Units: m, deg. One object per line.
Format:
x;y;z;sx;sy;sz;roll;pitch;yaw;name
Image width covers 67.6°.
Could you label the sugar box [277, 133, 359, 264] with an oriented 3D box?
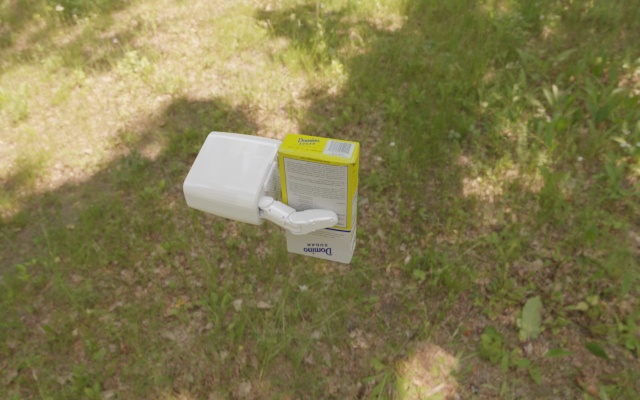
0.000;0.002;0.617;0.093;0.176;0.048;10;46;12;sugar box
